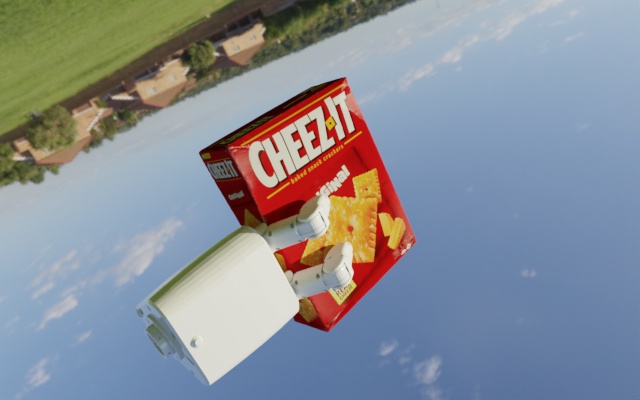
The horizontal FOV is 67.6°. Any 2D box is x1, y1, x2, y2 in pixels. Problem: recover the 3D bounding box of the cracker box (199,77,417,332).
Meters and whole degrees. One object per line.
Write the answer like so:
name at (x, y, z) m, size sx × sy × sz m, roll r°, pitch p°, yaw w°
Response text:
cracker box at (0.000, 0.002, 0.509) m, size 0.164 × 0.214 × 0.072 m, roll -38°, pitch 22°, yaw -31°
